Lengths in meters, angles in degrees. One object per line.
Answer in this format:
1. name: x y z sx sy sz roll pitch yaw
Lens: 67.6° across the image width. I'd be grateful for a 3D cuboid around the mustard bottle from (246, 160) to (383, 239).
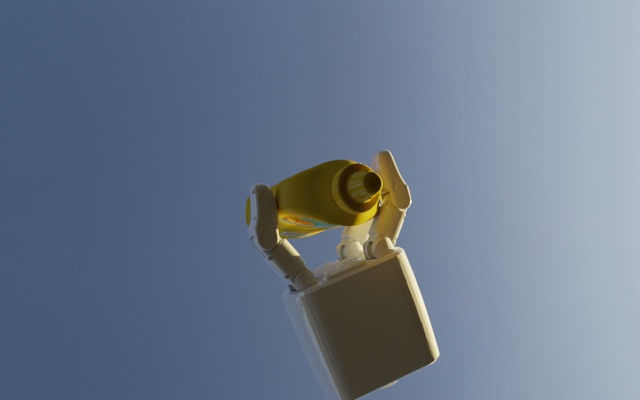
1. mustard bottle: 0.000 0.001 0.452 0.096 0.058 0.191 5 -10 -25
